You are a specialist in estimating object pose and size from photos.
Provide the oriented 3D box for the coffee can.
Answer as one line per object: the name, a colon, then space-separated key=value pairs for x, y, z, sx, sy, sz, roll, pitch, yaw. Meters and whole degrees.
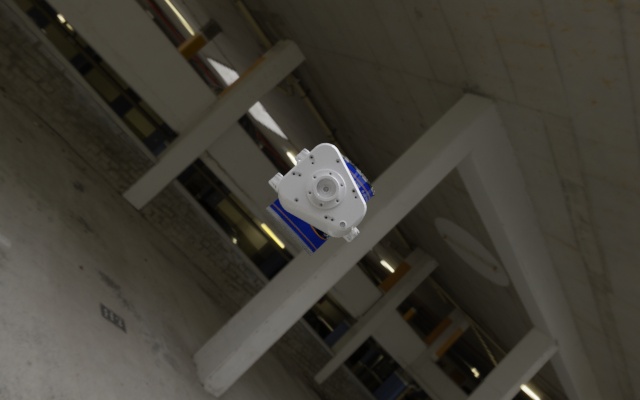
coffee can: x=0.000 y=0.003 z=0.751 sx=0.140 sy=0.103 sz=0.103 roll=-44 pitch=5 yaw=-6
